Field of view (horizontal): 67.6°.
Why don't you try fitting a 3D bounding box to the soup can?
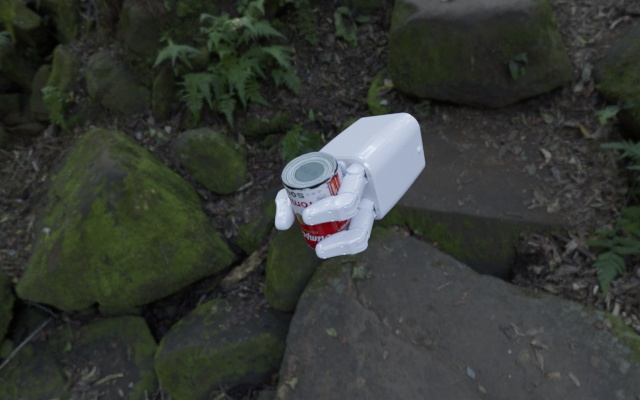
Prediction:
[{"bbox_3d":[0.000,0.002,0.569,0.068,0.102,0.068,-11,39,10],"label":"soup can"}]
